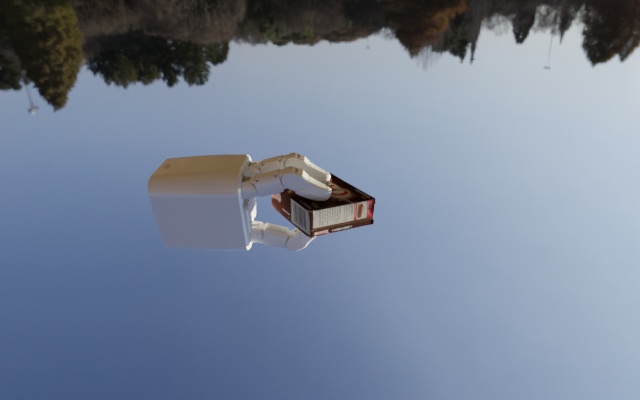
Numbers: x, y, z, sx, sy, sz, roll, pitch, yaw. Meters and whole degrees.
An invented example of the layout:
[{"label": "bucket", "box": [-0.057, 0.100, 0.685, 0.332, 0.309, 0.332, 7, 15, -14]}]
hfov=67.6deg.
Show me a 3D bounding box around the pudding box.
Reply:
[{"label": "pudding box", "box": [0.000, 0.002, 0.590, 0.090, 0.039, 0.113, -11, 26, -26]}]
